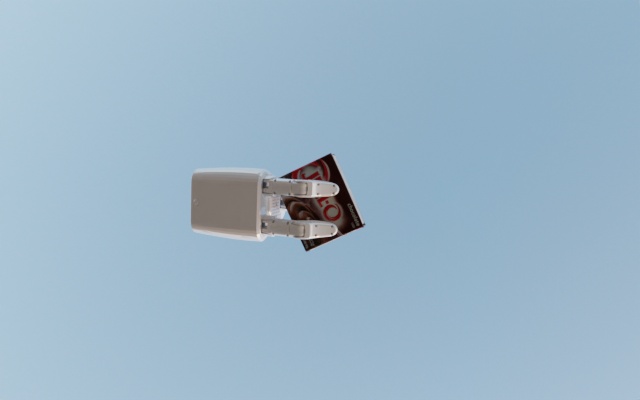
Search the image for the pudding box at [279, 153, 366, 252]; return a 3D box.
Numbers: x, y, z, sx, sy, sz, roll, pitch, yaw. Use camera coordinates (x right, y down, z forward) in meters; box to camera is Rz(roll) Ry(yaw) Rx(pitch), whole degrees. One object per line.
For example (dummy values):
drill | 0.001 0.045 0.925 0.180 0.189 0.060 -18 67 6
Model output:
pudding box | 0.000 0.002 0.667 0.090 0.113 0.039 -25 -1 13
